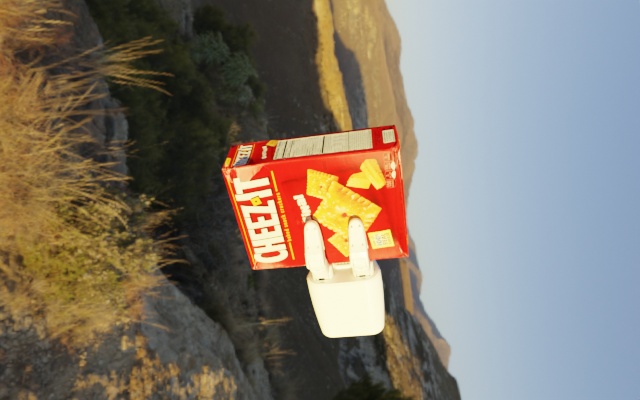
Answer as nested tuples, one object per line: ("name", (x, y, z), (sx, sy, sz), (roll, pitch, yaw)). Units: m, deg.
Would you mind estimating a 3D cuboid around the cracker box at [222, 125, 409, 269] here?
("cracker box", (0.000, 0.002, 0.617), (0.214, 0.164, 0.072), (-6, 32, 7))
